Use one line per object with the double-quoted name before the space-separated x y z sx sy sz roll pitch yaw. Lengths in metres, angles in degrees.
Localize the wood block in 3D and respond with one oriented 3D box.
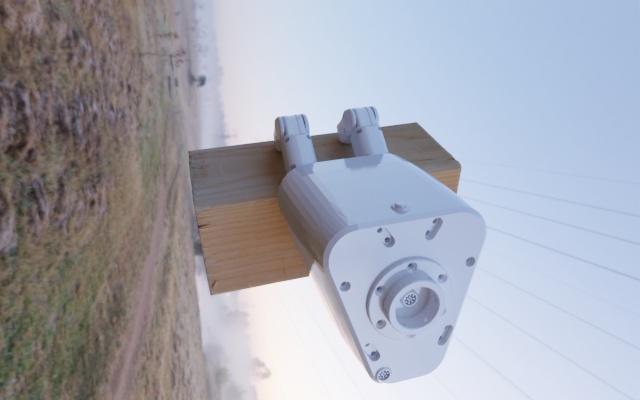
"wood block" 0.000 0.002 0.409 0.206 0.091 0.090 -9 35 -13
